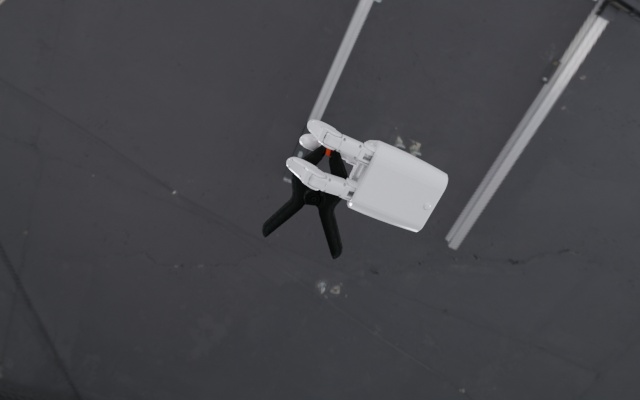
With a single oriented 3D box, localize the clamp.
[{"bbox_3d":[0.000,0.002,0.673,0.120,0.171,0.039,23,22,-7],"label":"clamp"}]
